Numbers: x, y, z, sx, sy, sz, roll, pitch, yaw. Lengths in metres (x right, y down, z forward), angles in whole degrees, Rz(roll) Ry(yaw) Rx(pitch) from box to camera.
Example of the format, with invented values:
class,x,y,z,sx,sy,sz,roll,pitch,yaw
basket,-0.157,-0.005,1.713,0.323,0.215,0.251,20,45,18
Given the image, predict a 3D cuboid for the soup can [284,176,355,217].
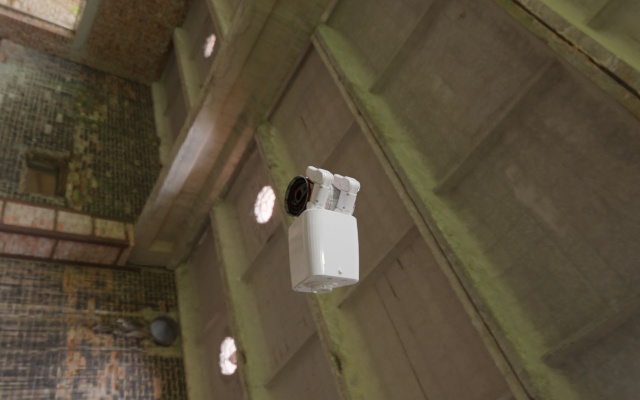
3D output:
class,x,y,z,sx,sy,sz,roll,pitch,yaw
soup can,0.000,0.002,0.801,0.102,0.068,0.068,14,-8,-35
